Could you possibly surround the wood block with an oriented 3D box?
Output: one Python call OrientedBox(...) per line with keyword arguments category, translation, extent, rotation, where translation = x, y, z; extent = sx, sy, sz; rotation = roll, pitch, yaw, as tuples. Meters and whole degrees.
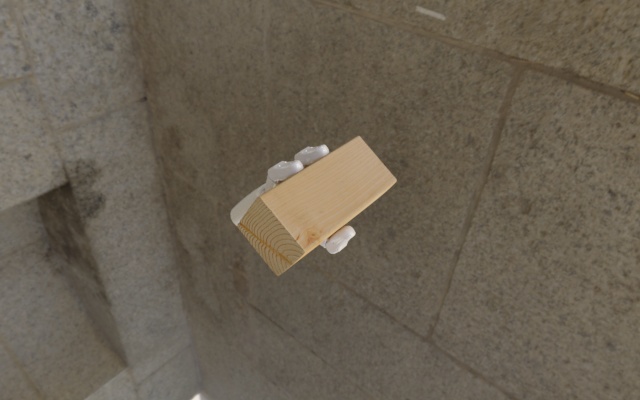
OrientedBox(category="wood block", translation=(0.000, 0.003, 0.667), extent=(0.206, 0.091, 0.090), rotation=(-35, -6, -39))
